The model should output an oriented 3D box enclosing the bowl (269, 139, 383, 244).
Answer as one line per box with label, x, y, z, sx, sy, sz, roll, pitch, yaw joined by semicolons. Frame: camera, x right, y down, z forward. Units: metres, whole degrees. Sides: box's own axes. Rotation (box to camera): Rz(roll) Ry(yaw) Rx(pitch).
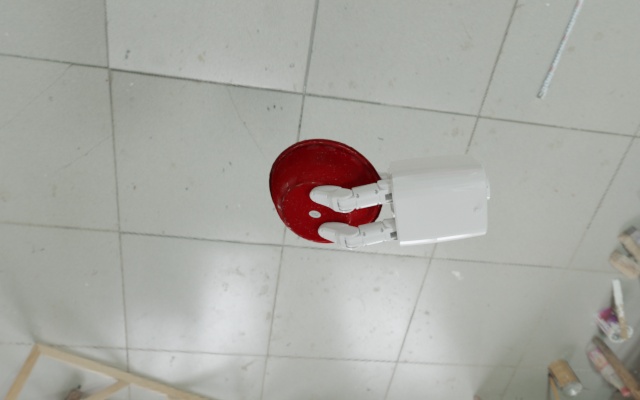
bowl;-0.001;0.003;0.633;0.162;0.162;0.055;0;32;16
